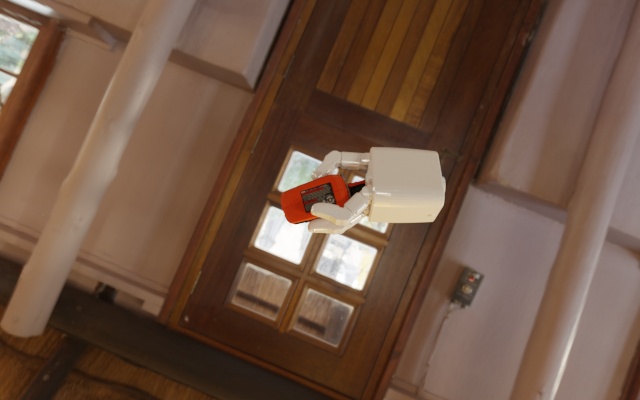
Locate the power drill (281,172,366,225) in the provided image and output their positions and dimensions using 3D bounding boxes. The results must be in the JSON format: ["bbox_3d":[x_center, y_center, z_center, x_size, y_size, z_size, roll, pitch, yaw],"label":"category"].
[{"bbox_3d":[0.000,0.003,0.810,0.184,0.057,0.187,-20,-5,15],"label":"power drill"}]
